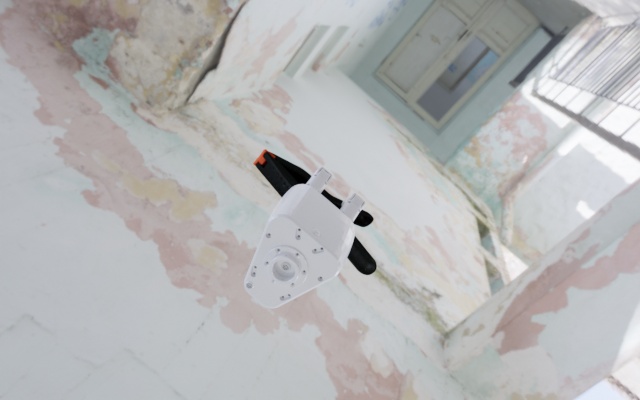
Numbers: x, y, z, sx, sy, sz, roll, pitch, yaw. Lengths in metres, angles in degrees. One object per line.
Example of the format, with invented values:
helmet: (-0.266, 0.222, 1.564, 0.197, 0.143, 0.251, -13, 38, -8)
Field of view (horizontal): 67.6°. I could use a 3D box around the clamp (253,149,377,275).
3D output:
clamp: (-0.001, 0.002, 0.669, 0.210, 0.036, 0.164, 40, 18, -4)
